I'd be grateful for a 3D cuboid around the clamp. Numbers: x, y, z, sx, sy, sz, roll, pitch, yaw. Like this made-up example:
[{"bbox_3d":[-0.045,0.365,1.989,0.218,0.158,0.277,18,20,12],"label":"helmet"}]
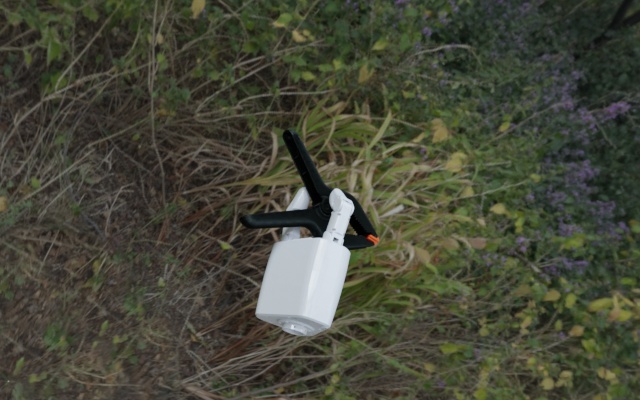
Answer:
[{"bbox_3d":[0.001,0.003,0.696,0.210,0.164,0.036,27,-26,-22],"label":"clamp"}]
